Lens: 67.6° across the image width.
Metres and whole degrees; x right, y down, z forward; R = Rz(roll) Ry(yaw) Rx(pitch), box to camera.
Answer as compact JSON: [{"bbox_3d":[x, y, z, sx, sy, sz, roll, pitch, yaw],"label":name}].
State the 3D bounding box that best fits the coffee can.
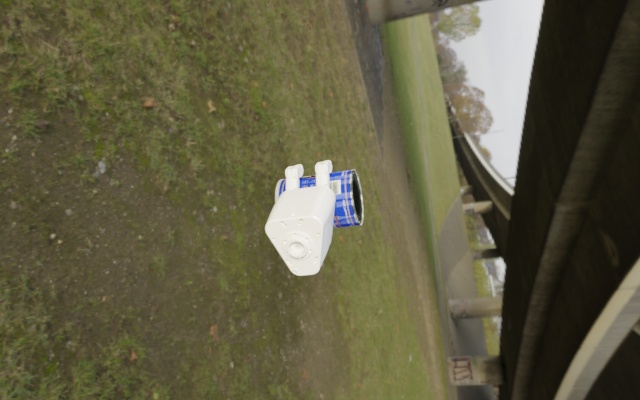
[{"bbox_3d":[0.000,0.003,0.871,0.140,0.103,0.103,-7,-2,14],"label":"coffee can"}]
